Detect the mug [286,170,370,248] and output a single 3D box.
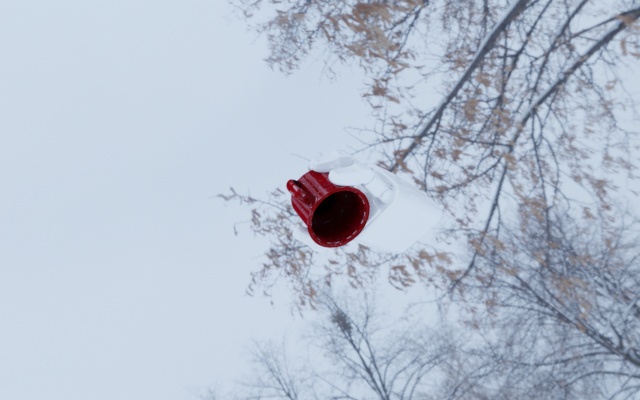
[{"bbox_3d":[-0.001,0.002,0.660,0.117,0.093,0.081,24,14,-35],"label":"mug"}]
